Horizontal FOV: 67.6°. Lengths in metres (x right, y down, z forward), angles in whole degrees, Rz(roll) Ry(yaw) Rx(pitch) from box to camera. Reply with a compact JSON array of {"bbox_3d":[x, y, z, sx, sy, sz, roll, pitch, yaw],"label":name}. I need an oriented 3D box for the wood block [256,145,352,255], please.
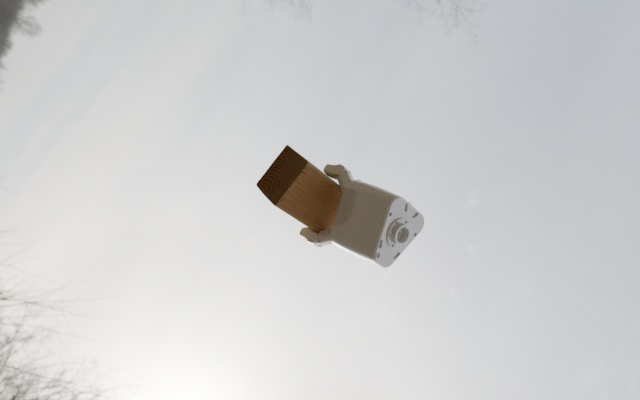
[{"bbox_3d":[0.000,0.003,0.850,0.206,0.091,0.090,36,4,-38],"label":"wood block"}]
